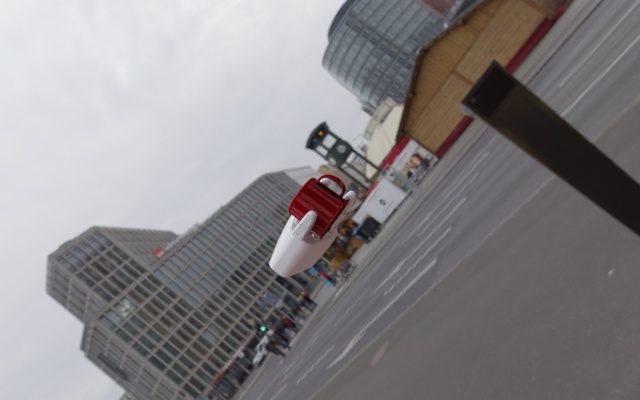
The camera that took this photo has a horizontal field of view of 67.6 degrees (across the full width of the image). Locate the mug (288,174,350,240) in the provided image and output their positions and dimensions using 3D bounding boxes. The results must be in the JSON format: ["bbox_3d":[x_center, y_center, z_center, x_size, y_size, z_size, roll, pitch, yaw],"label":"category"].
[{"bbox_3d":[0.001,0.002,0.876,0.081,0.117,0.093,36,30,5],"label":"mug"}]
